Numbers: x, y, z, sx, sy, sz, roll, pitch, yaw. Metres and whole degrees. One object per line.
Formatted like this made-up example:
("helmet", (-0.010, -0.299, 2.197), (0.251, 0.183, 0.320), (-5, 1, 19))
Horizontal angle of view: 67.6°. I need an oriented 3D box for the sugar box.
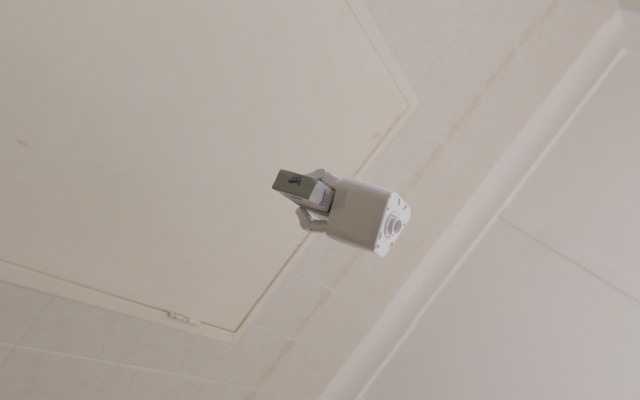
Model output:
("sugar box", (0.001, 0.002, 0.882), (0.093, 0.048, 0.176), (17, -14, 38))
